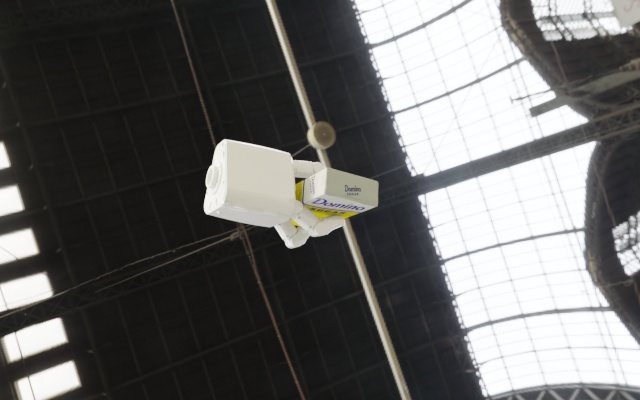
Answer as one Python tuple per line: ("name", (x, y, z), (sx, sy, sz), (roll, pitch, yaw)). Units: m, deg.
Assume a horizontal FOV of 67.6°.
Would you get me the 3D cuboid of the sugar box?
("sugar box", (0.000, 0.003, 0.740), (0.093, 0.048, 0.176), (13, -18, -29))
